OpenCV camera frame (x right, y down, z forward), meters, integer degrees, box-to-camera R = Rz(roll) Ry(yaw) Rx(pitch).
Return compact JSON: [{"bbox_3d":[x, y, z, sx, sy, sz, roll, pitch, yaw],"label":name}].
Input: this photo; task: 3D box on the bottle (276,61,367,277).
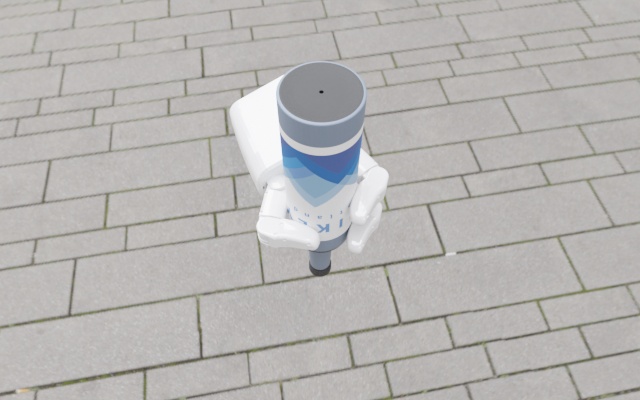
[{"bbox_3d":[0.000,0.001,0.469,0.069,0.069,0.296,0,-33,0],"label":"bottle"}]
